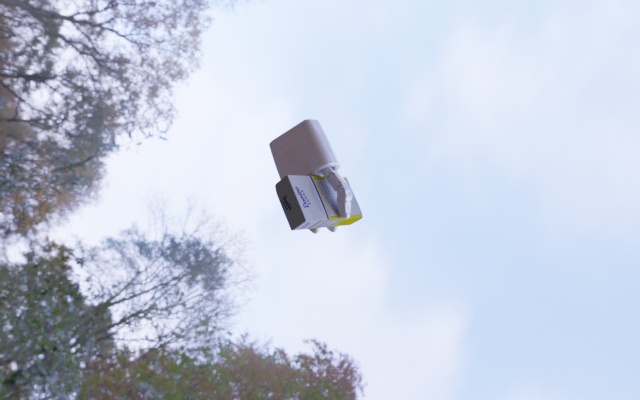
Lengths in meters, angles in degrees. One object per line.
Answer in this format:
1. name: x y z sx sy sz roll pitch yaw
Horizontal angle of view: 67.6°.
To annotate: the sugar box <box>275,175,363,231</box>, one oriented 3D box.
1. sugar box: 0.000 0.003 0.888 0.176 0.093 0.048 -2 -26 -49
